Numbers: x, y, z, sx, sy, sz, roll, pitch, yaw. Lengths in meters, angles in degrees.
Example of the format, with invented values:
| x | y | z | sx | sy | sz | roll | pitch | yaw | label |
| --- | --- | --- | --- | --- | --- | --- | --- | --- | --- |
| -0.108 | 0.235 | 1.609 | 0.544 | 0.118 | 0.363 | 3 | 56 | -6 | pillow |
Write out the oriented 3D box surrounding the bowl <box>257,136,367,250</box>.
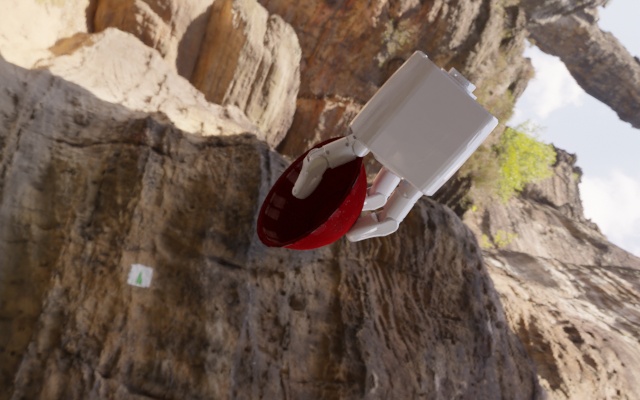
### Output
| x | y | z | sx | sy | sz | roll | pitch | yaw | label |
| --- | --- | --- | --- | --- | --- | --- | --- | --- | --- |
| -0.001 | 0.003 | 0.567 | 0.055 | 0.162 | 0.162 | 43 | -25 | -30 | bowl |
